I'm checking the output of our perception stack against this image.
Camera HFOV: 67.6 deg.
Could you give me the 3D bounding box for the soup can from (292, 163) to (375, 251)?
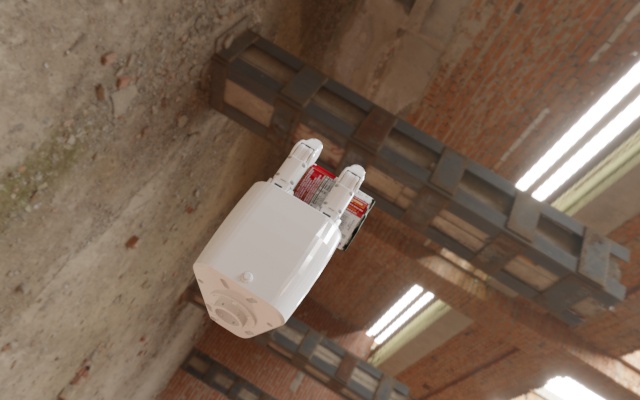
[{"bbox_3d":[0.001,0.002,0.526,0.102,0.068,0.068,31,2,4],"label":"soup can"}]
